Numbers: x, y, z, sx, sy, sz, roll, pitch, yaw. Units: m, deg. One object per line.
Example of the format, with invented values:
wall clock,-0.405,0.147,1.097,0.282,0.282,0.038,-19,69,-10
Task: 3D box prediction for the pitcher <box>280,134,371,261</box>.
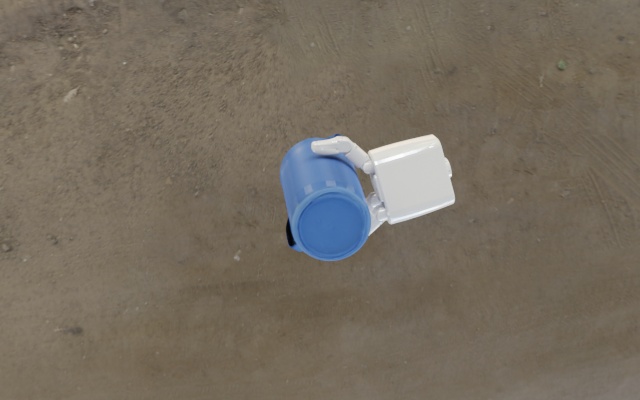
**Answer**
pitcher,0.000,0.002,0.741,0.145,0.149,0.242,-15,21,1
